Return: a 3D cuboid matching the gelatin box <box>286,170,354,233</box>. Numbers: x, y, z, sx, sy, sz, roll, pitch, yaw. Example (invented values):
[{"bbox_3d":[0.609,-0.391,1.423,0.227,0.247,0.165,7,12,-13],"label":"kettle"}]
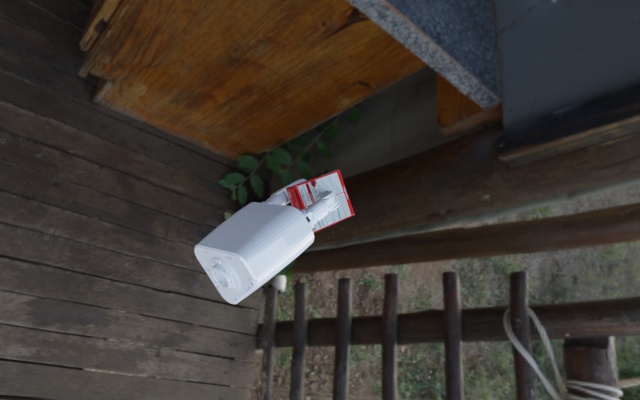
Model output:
[{"bbox_3d":[0.001,0.002,0.702,0.089,0.073,0.030,-22,4,-37],"label":"gelatin box"}]
